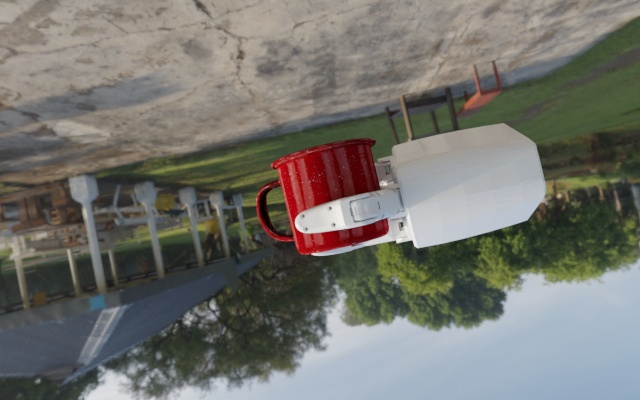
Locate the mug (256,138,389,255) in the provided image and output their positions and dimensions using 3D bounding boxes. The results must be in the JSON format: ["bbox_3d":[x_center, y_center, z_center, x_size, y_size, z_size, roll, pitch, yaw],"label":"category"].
[{"bbox_3d":[-0.001,0.002,0.413,0.117,0.081,0.093,-14,-3,12],"label":"mug"}]
